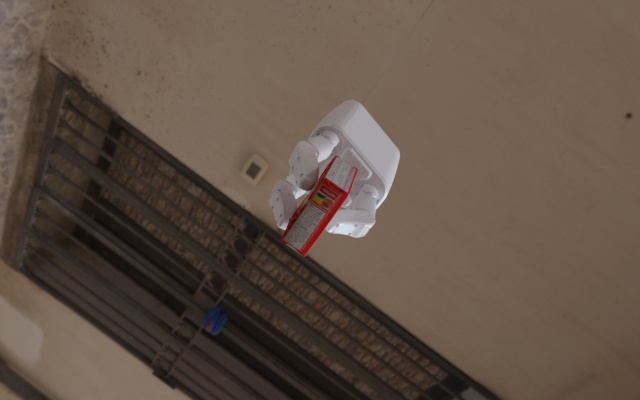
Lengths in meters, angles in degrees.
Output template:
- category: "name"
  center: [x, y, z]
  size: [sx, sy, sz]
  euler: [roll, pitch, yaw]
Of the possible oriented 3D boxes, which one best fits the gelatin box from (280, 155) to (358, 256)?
- category: "gelatin box"
  center: [0.000, 0.002, 0.451]
  size: [0.030, 0.073, 0.089]
  euler: [34, 21, -3]
